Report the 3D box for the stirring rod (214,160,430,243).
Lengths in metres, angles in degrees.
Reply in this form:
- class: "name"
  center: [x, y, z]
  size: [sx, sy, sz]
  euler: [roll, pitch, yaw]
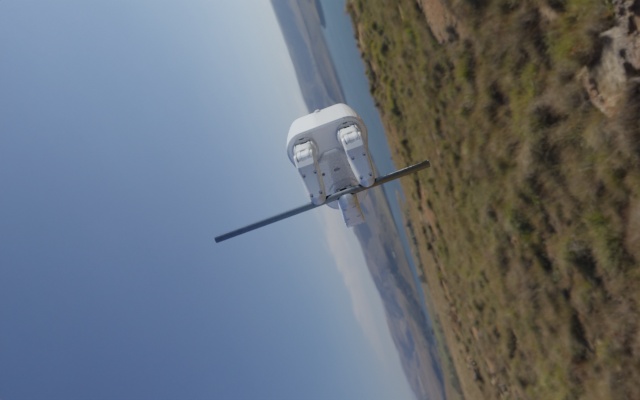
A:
- class: "stirring rod"
  center: [0.000, 0.002, 0.506]
  size: [0.239, 0.011, 0.011]
  euler: [-20, -2, 4]
